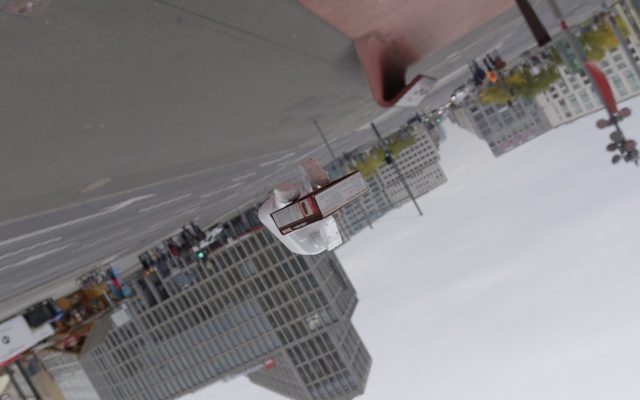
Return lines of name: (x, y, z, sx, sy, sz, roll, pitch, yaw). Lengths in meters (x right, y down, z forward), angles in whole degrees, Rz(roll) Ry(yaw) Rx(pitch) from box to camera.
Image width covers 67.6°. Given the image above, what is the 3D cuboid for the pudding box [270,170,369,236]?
pudding box: (0.000, 0.002, 0.660, 0.090, 0.039, 0.113, -25, 5, 43)
